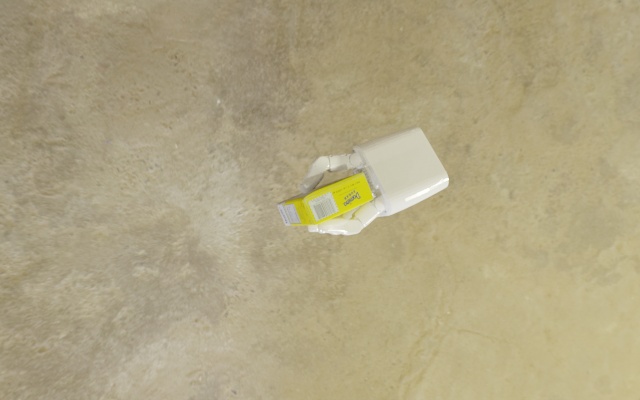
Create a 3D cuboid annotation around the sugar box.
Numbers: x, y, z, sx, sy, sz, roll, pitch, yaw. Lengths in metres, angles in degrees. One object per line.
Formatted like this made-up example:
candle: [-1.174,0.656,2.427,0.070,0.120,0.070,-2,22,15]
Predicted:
sugar box: [0.000,0.003,0.703,0.093,0.048,0.176,-23,1,-16]
